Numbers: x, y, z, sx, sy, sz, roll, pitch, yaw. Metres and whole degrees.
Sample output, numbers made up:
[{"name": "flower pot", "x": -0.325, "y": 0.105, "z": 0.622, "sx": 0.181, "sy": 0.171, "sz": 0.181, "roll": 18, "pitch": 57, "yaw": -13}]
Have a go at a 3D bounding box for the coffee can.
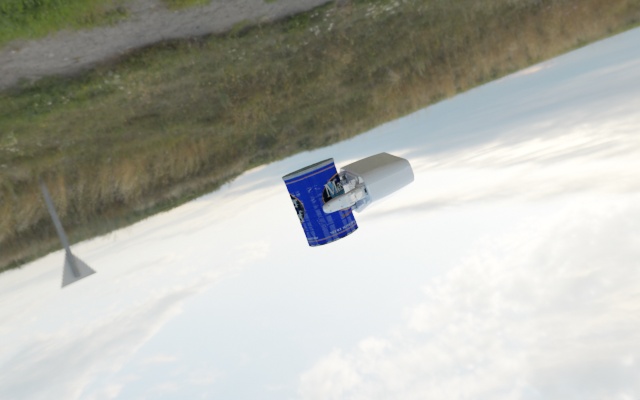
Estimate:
[{"name": "coffee can", "x": 0.000, "y": 0.003, "z": 0.895, "sx": 0.103, "sy": 0.140, "sz": 0.103, "roll": -21, "pitch": 7, "yaw": 3}]
